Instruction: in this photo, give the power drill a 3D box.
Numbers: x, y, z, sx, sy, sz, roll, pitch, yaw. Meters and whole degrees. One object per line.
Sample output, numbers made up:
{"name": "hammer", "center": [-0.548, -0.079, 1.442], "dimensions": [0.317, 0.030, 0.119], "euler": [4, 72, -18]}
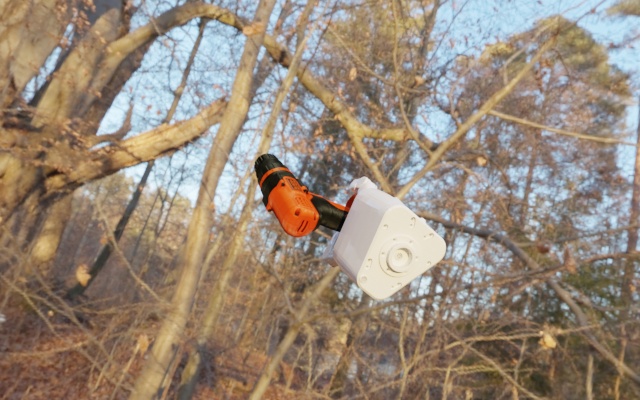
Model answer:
{"name": "power drill", "center": [0.001, 0.002, 0.698], "dimensions": [0.188, 0.057, 0.184], "euler": [15, 26, -31]}
